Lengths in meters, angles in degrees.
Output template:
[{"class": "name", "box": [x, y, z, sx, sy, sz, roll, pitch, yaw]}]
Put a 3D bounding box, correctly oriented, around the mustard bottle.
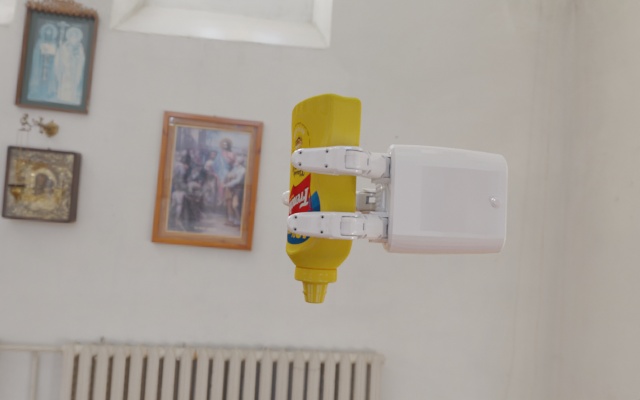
[{"class": "mustard bottle", "box": [0.000, 0.001, 0.460, 0.058, 0.191, 0.096, 4, -4, -26]}]
